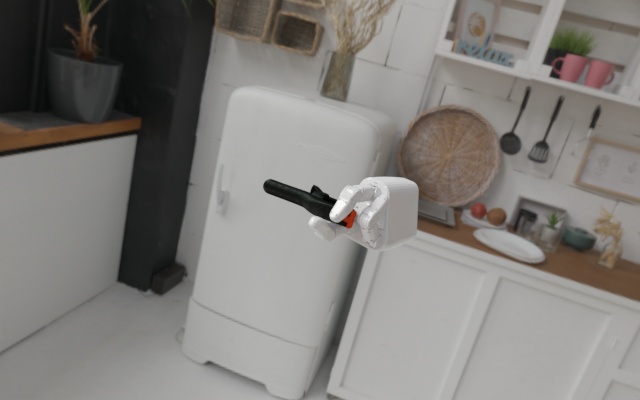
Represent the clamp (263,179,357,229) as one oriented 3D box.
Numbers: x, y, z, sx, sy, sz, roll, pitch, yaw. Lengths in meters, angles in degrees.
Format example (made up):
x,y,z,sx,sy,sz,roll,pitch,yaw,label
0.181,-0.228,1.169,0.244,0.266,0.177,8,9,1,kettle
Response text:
x,y,z,sx,sy,sz,roll,pitch,yaw,label
0.000,0.002,0.786,0.171,0.039,0.120,27,21,35,clamp
